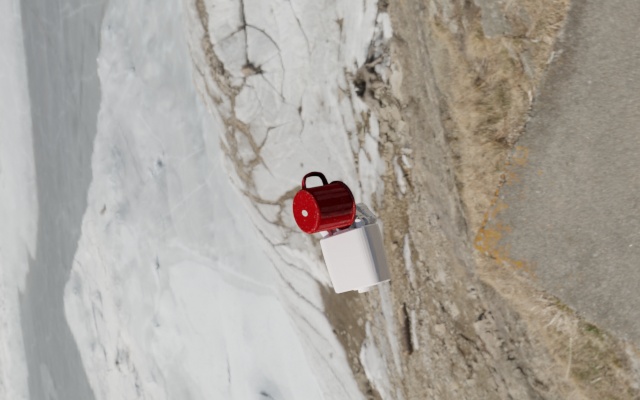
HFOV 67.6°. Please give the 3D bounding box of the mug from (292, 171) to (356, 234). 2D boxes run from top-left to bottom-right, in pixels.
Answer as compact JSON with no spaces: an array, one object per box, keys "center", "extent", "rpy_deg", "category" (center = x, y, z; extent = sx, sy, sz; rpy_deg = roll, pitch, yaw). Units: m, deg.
[{"center":[0.000,0.001,0.862],"extent":[0.081,0.117,0.093],"rpy_deg":[-10,-10,-37],"category":"mug"}]
